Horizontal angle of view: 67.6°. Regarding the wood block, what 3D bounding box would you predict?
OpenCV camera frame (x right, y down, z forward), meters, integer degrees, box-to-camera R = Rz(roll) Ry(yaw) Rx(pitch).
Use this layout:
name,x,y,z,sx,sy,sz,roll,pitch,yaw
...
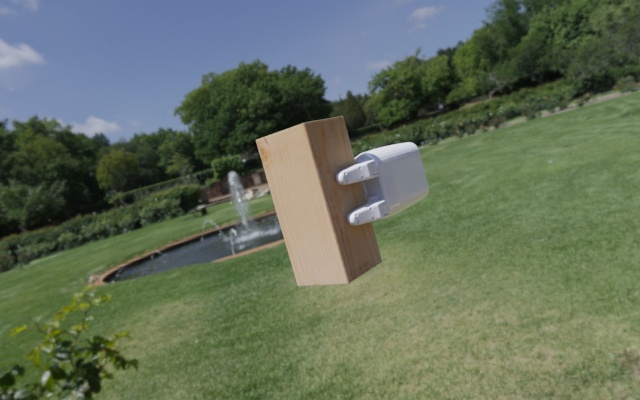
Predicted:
name,x,y,z,sx,sy,sz,roll,pitch,yaw
wood block,0.000,0.002,0.645,0.091,0.206,0.090,-11,7,40
